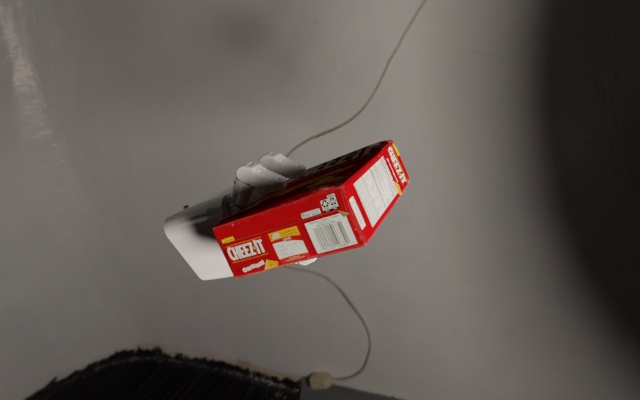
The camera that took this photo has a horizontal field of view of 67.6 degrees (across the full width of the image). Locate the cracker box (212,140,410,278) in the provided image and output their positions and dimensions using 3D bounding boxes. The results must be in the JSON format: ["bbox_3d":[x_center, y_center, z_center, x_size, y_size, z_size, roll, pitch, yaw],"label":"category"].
[{"bbox_3d":[0.000,0.002,0.571,0.164,0.072,0.213,-18,12,27],"label":"cracker box"}]
